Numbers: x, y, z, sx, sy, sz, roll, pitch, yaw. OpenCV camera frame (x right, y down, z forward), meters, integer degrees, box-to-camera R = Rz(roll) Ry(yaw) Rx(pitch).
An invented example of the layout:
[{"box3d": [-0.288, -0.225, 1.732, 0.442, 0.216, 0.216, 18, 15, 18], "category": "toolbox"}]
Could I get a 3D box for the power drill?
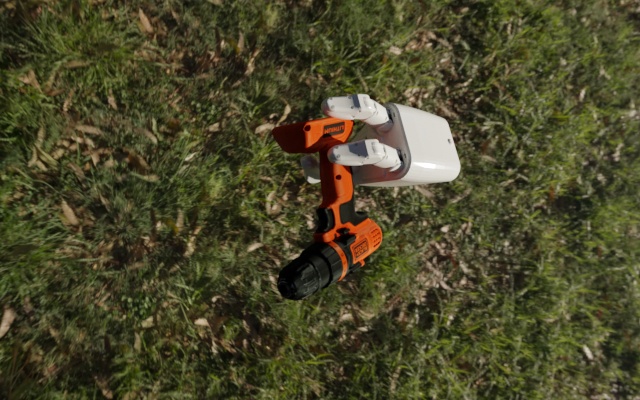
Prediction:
[{"box3d": [0.000, 0.001, 0.547, 0.057, 0.188, 0.184, -2, 14, 34], "category": "power drill"}]
